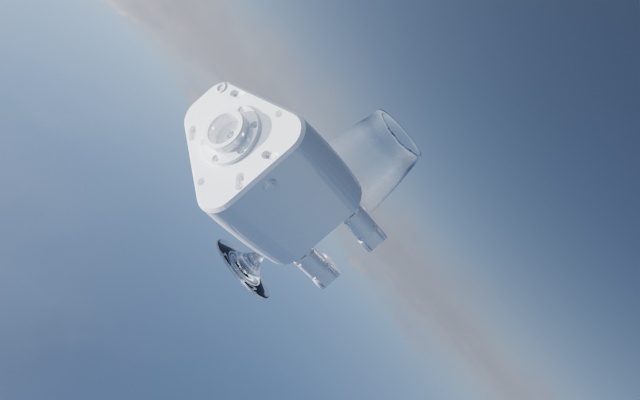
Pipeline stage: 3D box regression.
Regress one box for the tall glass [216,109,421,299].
[{"bbox_3d":[0.000,0.002,0.457,0.201,0.079,0.079,-41,-2,3],"label":"tall glass"}]
